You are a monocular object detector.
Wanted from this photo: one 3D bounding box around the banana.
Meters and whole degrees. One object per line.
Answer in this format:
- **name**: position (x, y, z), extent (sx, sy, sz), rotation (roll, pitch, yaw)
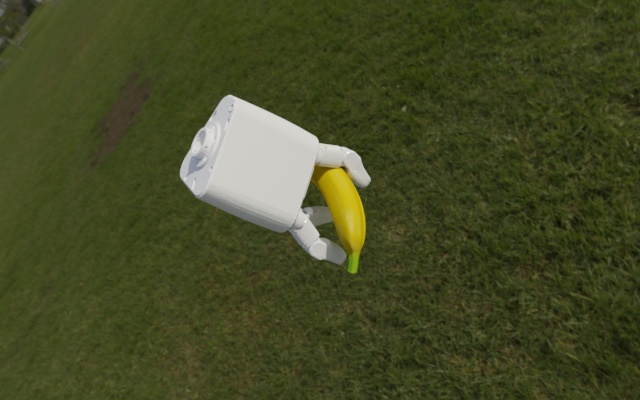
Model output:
- **banana**: position (0.010, -0.009, 0.567), extent (0.037, 0.070, 0.197), rotation (11, 36, -33)
